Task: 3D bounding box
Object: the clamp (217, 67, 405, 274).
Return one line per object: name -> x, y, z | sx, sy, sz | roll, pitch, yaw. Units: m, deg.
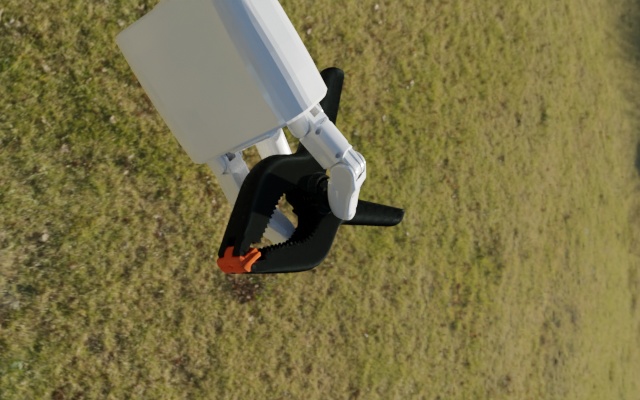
clamp -> 0.000, 0.001, 0.399 | 0.036, 0.165, 0.210 | -12, 29, 43
